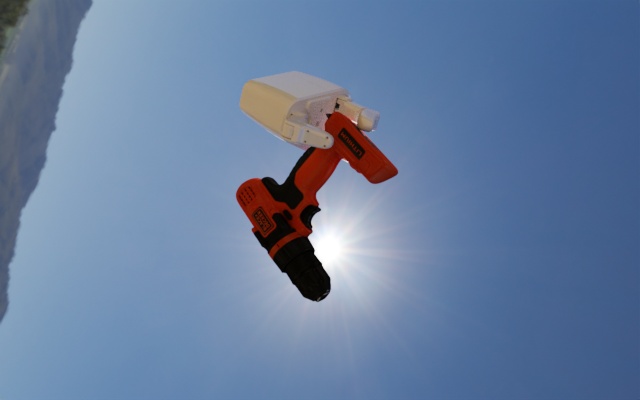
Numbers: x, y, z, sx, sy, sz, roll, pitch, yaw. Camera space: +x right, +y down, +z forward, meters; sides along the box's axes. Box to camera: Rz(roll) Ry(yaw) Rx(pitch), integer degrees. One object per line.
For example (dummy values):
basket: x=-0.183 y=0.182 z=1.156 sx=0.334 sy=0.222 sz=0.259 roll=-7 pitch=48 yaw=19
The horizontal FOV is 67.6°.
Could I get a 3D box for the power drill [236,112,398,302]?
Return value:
power drill: x=0.000 y=0.001 z=0.578 sx=0.188 sy=0.184 sz=0.057 roll=-43 pitch=-23 yaw=13
